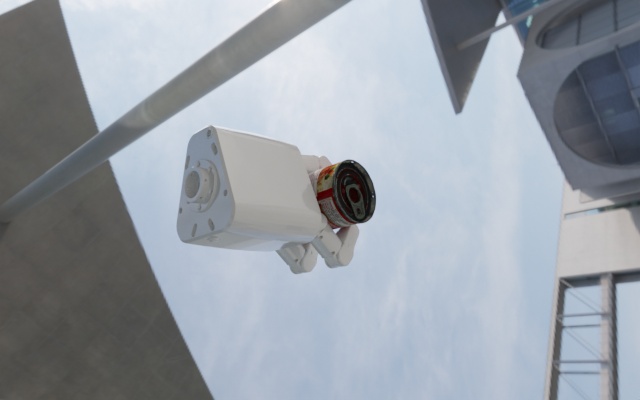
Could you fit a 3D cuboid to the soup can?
[{"bbox_3d":[0.000,0.002,0.523,0.102,0.068,0.068,-17,-11,40],"label":"soup can"}]
